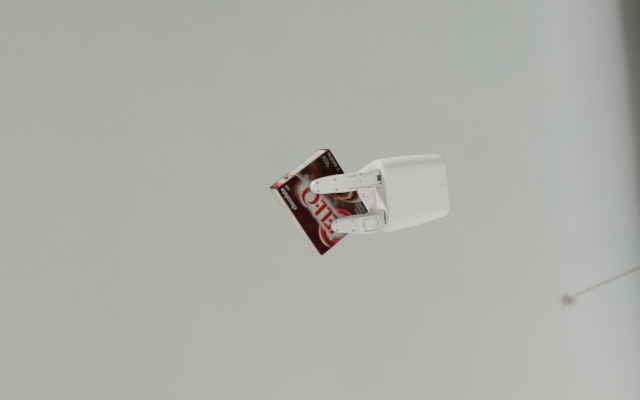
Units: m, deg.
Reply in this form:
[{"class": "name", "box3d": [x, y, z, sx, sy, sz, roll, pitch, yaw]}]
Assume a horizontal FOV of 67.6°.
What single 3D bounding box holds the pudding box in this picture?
[{"class": "pudding box", "box3d": [0.000, 0.002, 0.633, 0.090, 0.113, 0.039, -39, 17, -18]}]
